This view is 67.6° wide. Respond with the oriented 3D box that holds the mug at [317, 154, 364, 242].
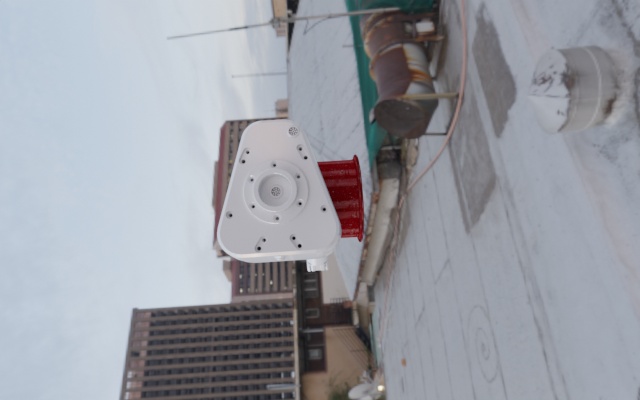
[{"bbox_3d":[0.000,0.002,0.519,0.081,0.093,0.117,-3,-8,-1],"label":"mug"}]
